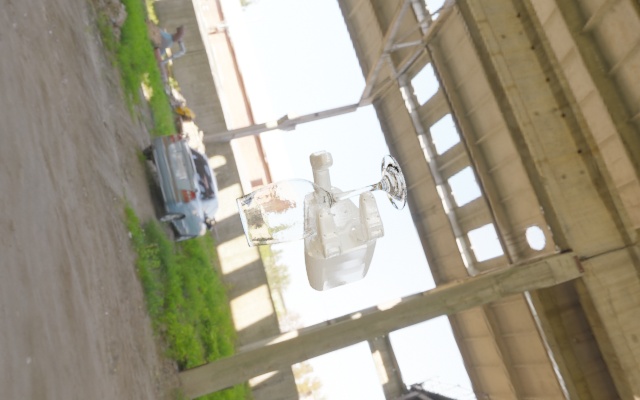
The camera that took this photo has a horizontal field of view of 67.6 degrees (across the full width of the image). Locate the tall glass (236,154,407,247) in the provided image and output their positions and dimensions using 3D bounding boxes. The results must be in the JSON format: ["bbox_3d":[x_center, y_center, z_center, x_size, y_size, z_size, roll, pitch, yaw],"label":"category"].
[{"bbox_3d":[0.001,0.002,0.596,0.201,0.079,0.079,-15,3,-11],"label":"tall glass"}]
